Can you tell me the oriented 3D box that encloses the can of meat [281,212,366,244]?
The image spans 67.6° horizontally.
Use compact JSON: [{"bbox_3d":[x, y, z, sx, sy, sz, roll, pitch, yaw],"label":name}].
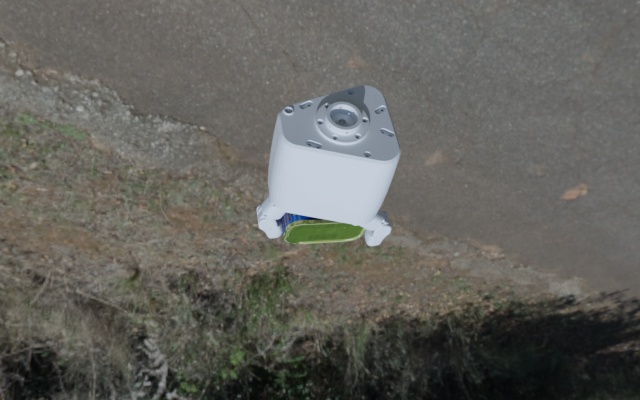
[{"bbox_3d":[0.000,0.002,0.559,0.102,0.084,0.057,-3,-31,-15],"label":"can of meat"}]
